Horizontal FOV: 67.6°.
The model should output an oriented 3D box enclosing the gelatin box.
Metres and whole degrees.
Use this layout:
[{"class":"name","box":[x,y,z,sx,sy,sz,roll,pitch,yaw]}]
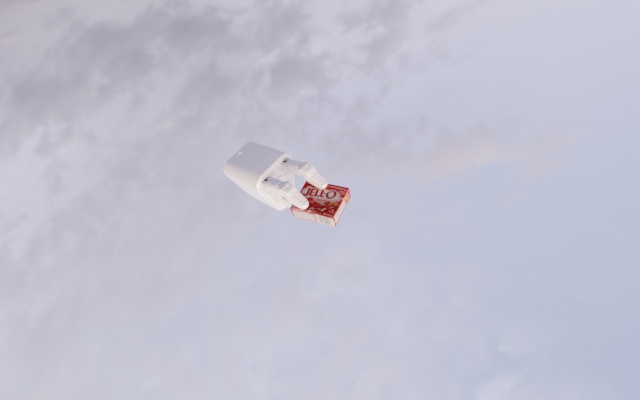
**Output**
[{"class":"gelatin box","box":[0.001,0.003,0.866,0.089,0.073,0.030,14,-35,24]}]
